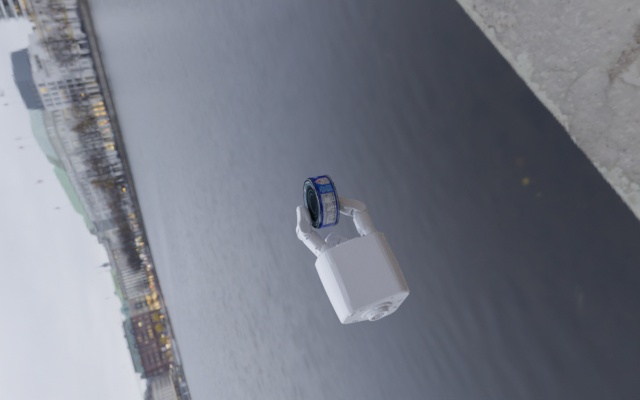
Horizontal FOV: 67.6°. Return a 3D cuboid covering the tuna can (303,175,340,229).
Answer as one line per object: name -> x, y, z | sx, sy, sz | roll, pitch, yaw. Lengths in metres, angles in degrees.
tuna can -> 0.000, 0.003, 0.777 | 0.034, 0.086, 0.086 | -10, 3, -18
